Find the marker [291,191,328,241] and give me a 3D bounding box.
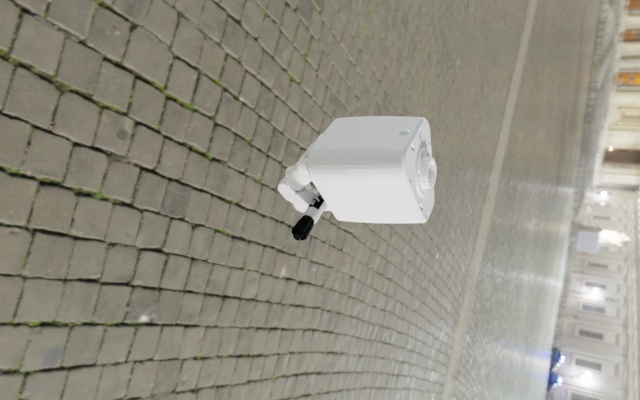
[{"bbox_3d":[0.000,0.002,0.541,0.020,0.020,0.121,0,38,32],"label":"marker"}]
